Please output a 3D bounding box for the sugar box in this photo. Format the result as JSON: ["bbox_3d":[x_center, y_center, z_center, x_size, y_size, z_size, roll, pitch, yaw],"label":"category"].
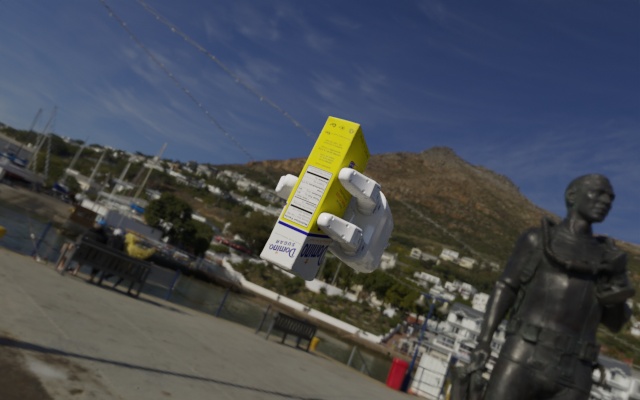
[{"bbox_3d":[0.001,0.002,0.550,0.048,0.176,0.093,19,-11,19],"label":"sugar box"}]
